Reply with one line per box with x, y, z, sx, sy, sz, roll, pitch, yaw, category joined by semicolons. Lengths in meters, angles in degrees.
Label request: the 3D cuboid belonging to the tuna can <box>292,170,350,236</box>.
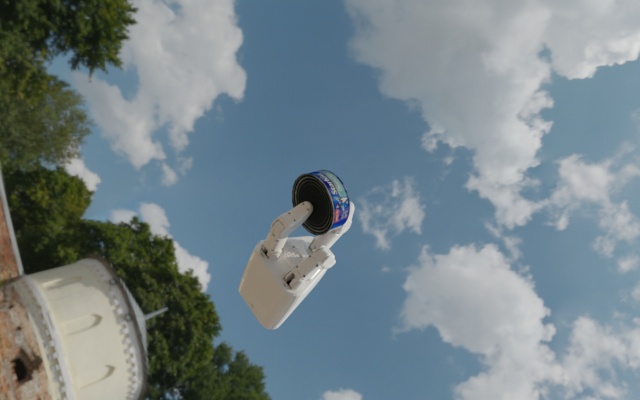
0.001;0.002;0.648;0.033;0.086;0.086;-18;11;-38;tuna can
